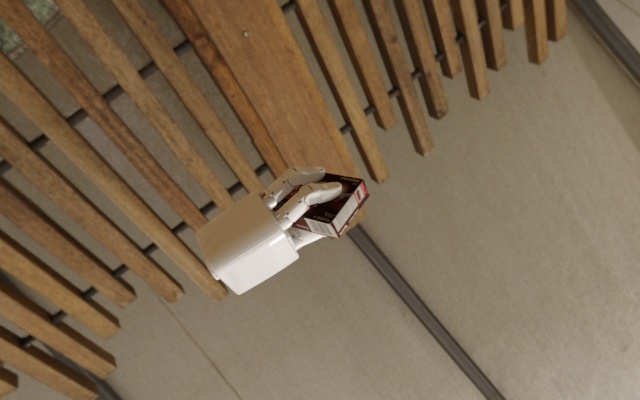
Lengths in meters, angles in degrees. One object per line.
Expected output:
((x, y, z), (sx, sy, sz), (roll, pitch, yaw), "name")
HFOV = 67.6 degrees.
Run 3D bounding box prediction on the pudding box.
((0.000, 0.002, 0.689), (0.113, 0.090, 0.039), (14, -36, 37), "pudding box")
